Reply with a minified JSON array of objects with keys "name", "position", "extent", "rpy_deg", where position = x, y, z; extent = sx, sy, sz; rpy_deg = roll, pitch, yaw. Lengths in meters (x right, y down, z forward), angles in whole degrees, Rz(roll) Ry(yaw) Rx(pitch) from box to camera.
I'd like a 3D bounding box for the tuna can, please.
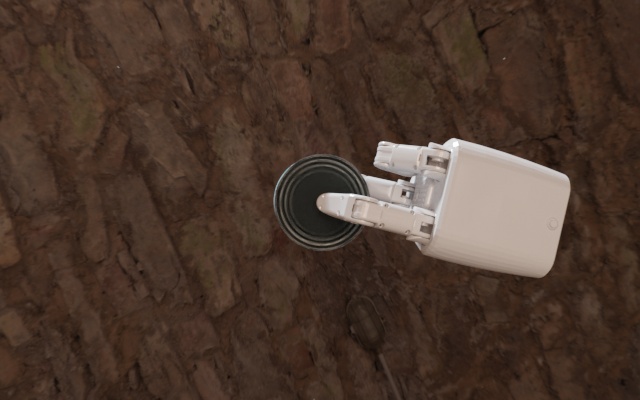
[{"name":"tuna can","position":[0.000,0.001,0.436],"extent":[0.086,0.086,0.034],"rpy_deg":[0,3,-8]}]
